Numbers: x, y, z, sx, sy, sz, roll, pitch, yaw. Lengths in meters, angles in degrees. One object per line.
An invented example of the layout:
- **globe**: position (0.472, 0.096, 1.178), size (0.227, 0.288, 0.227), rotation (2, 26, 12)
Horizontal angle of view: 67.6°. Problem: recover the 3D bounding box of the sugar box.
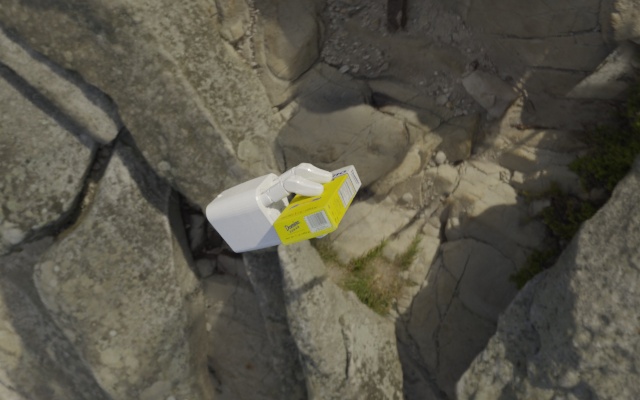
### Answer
- **sugar box**: position (0.000, 0.002, 0.761), size (0.093, 0.048, 0.176), rotation (-18, 20, 23)
